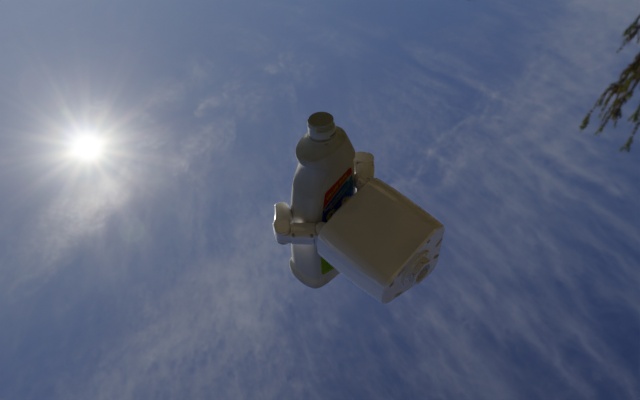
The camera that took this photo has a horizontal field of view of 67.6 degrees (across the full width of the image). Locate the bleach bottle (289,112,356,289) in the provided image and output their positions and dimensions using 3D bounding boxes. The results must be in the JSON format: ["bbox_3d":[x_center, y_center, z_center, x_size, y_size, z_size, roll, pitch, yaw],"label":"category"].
[{"bbox_3d":[0.000,0.002,0.610,0.102,0.251,0.068,-36,54,-27],"label":"bleach bottle"}]
